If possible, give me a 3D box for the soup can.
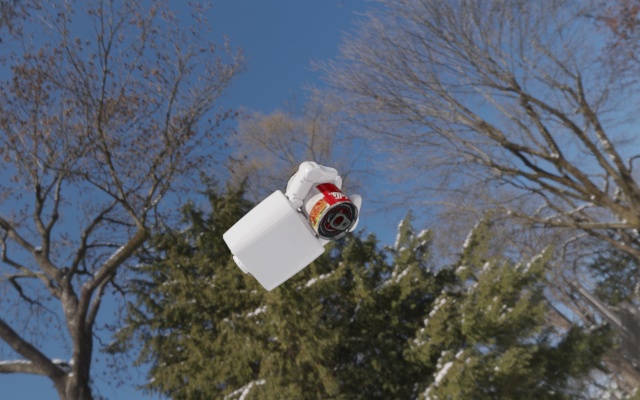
[{"bbox_3d":[0.000,0.002,0.707,0.068,0.068,0.102,0,34,-37],"label":"soup can"}]
